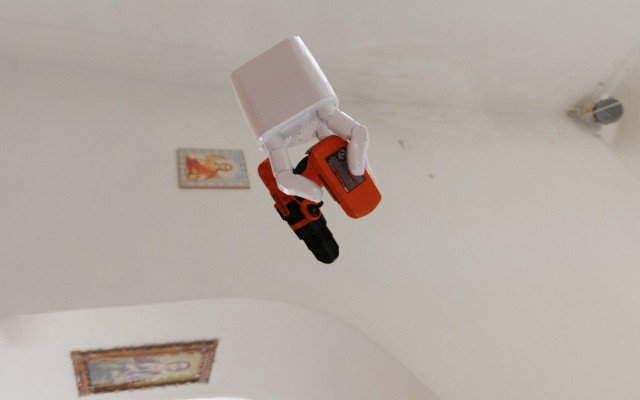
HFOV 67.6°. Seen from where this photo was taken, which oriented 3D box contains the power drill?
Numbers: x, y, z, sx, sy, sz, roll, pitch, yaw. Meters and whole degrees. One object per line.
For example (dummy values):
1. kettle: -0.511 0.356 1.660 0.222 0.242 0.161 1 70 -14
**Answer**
1. power drill: 0.000 0.002 0.652 0.057 0.184 0.188 -38 7 -31
